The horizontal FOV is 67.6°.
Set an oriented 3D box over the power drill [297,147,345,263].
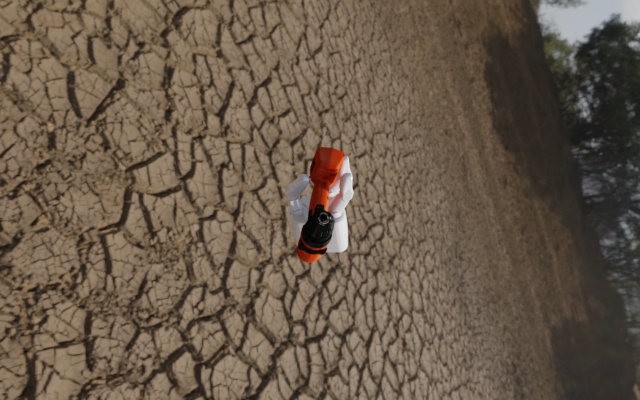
[{"bbox_3d":[0.000,0.002,0.845,0.057,0.187,0.184,14,-25,-6],"label":"power drill"}]
